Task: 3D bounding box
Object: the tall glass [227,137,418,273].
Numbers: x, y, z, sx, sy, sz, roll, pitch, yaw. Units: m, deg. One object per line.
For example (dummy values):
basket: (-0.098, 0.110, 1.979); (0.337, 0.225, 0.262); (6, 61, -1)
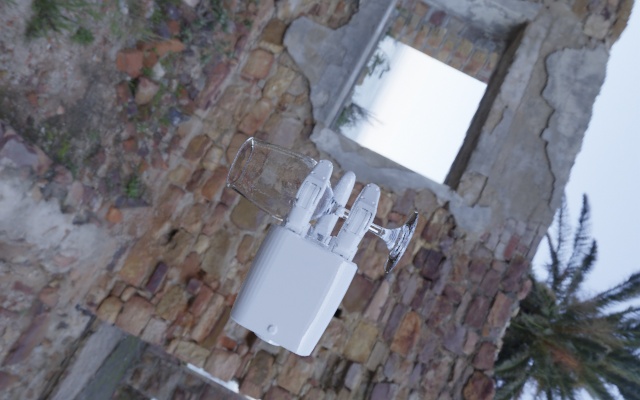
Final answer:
tall glass: (0.001, 0.002, 0.525); (0.201, 0.079, 0.079); (27, 1, 1)
